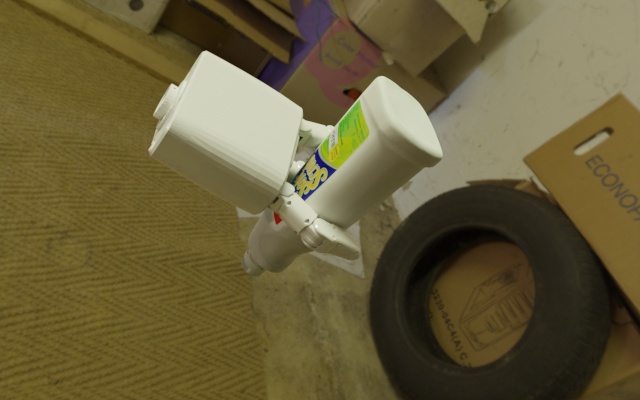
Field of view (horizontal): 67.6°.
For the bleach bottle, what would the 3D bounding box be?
[{"bbox_3d":[0.000,0.001,0.470,0.068,0.102,0.251,29,-57,-25],"label":"bleach bottle"}]
